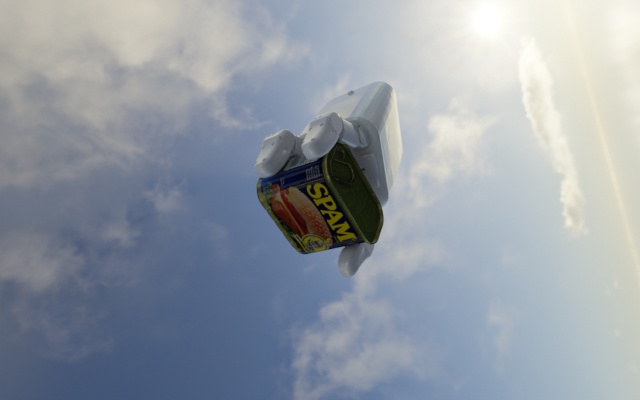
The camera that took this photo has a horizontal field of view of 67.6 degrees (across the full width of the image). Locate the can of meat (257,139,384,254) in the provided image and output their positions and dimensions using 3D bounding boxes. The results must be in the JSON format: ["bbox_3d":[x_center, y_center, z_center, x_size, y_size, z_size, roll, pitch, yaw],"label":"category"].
[{"bbox_3d":[0.000,0.002,0.462,0.084,0.102,0.057,-15,31,32],"label":"can of meat"}]
